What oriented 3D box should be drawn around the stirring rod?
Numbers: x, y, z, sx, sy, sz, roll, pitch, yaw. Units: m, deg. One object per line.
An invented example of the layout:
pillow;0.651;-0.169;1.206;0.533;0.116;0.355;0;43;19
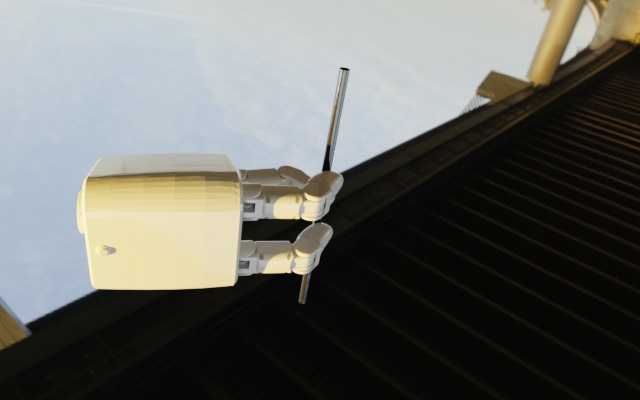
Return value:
stirring rod;0.000;0.001;0.424;0.011;0.240;0.011;7;32;-5
